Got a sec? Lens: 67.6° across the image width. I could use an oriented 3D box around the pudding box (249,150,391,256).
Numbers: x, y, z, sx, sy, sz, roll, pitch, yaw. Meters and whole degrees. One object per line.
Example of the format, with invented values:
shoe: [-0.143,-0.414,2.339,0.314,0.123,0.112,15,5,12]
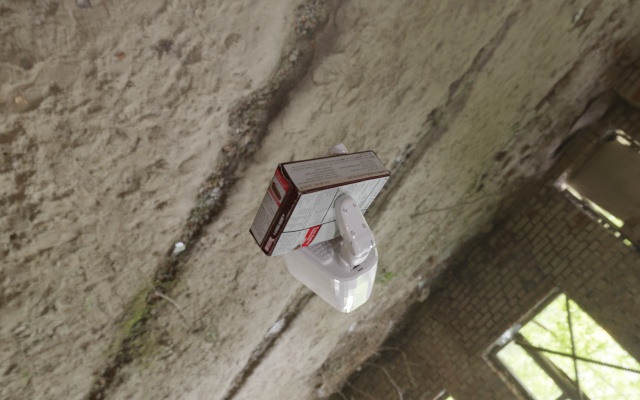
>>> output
pudding box: [0.000,0.002,0.443,0.113,0.039,0.090,-14,-35,-39]
